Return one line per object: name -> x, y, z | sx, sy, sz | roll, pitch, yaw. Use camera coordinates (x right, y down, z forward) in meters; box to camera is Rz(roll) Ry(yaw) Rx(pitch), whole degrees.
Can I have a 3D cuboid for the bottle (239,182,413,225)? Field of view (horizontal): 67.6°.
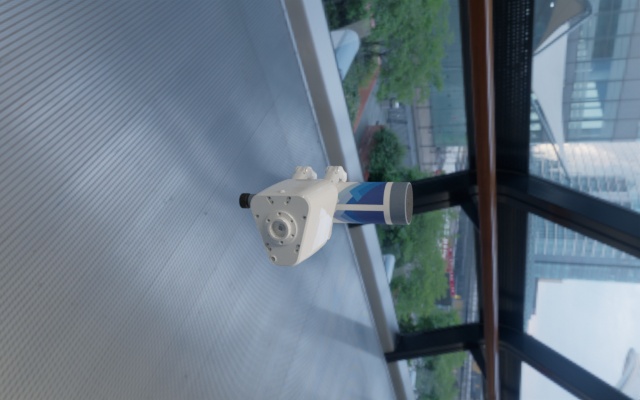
bottle -> 0.000, 0.003, 0.792 | 0.296, 0.069, 0.069 | 1, 0, 21
